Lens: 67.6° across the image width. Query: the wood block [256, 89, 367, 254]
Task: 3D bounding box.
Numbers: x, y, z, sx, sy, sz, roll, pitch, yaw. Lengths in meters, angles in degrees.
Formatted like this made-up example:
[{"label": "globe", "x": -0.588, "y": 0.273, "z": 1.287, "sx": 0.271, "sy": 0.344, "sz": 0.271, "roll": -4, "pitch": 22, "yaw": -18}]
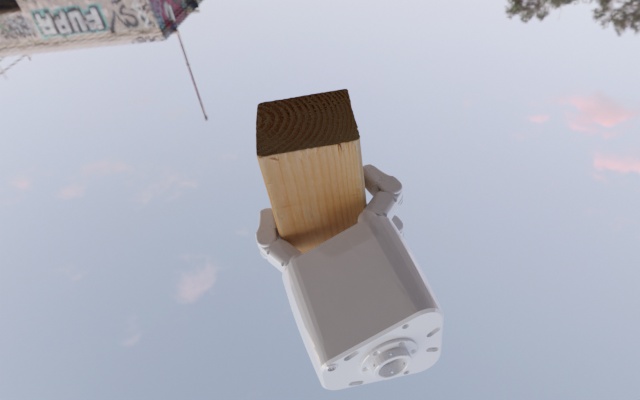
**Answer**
[{"label": "wood block", "x": 0.000, "y": 0.002, "z": 0.497, "sx": 0.091, "sy": 0.206, "sz": 0.090, "roll": -9, "pitch": 43, "yaw": 1}]
